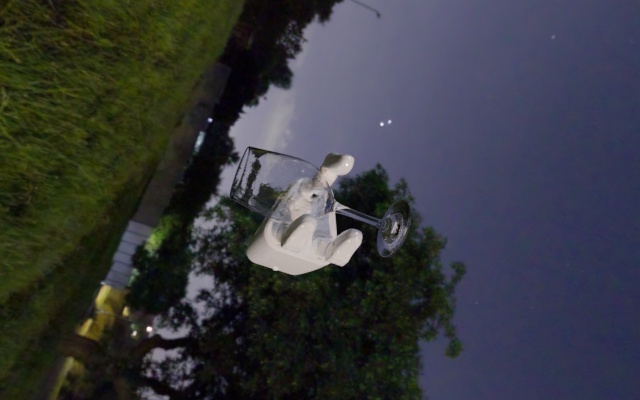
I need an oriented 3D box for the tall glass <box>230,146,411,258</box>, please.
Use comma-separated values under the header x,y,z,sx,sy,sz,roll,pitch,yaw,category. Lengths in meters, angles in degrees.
x,y,z,sx,sy,sz,roll,pitch,yaw,category
0.001,0.002,0.554,0.201,0.079,0.079,20,-6,-17,tall glass
